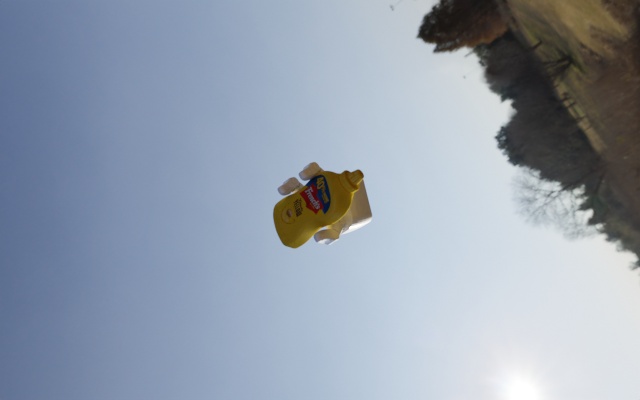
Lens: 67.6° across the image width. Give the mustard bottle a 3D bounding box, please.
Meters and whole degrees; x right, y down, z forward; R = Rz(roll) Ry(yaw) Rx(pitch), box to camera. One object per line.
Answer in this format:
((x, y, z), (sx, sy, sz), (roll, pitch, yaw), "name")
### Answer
((0.000, 0.003, 0.853), (0.192, 0.096, 0.058), (-35, -38, 28), "mustard bottle")
